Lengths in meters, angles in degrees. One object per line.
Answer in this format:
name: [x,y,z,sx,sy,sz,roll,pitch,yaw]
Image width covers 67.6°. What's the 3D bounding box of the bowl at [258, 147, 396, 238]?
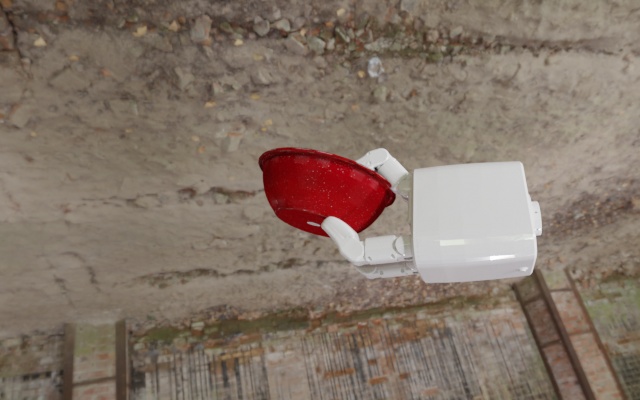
bowl: [-0.001,0.002,0.537,0.162,0.055,0.162,15,-17,5]
